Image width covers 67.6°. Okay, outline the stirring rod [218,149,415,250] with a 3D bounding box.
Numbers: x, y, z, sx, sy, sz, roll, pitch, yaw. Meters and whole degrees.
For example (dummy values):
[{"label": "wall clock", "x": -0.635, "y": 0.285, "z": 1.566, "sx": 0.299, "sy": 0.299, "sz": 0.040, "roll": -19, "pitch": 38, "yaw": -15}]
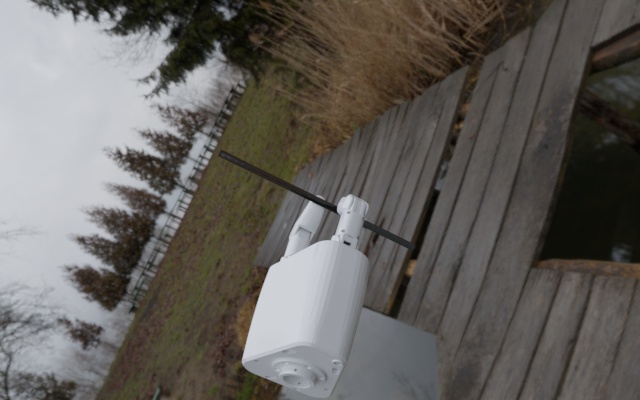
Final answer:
[{"label": "stirring rod", "x": 0.000, "y": 0.002, "z": 0.524, "sx": 0.239, "sy": 0.011, "sz": 0.011, "roll": 26, "pitch": -5, "yaw": -11}]
